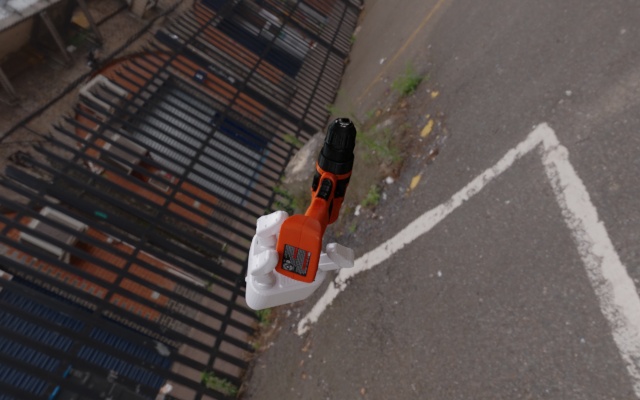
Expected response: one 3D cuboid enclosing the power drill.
[{"bbox_3d":[0.000,0.003,0.644,0.057,0.185,0.187,17,42,9],"label":"power drill"}]
